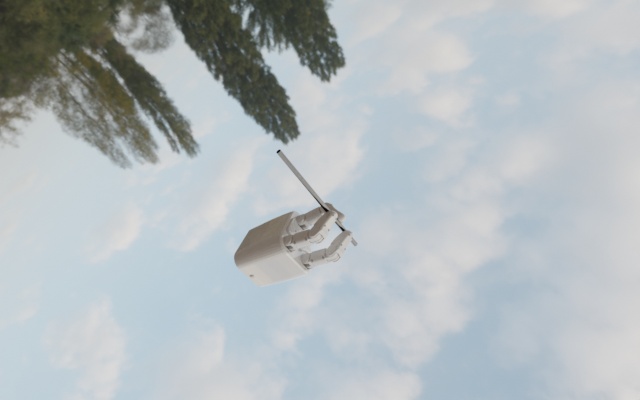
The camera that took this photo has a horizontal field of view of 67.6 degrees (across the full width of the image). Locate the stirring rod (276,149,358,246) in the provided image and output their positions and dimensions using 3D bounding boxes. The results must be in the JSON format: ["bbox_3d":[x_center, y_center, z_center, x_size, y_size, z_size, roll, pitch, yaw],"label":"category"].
[{"bbox_3d":[0.000,0.002,0.778,0.011,0.011,0.240,0,-39,42],"label":"stirring rod"}]
